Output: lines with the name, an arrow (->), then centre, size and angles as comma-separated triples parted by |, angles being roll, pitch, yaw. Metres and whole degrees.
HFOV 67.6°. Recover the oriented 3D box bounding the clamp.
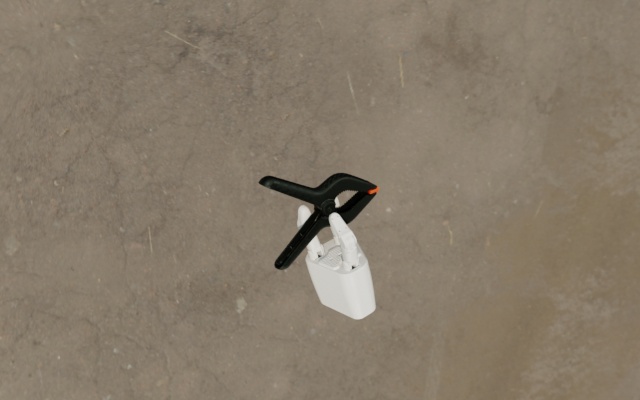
clamp -> 0.001, 0.003, 0.766 | 0.210, 0.165, 0.036 | -27, 34, -20
